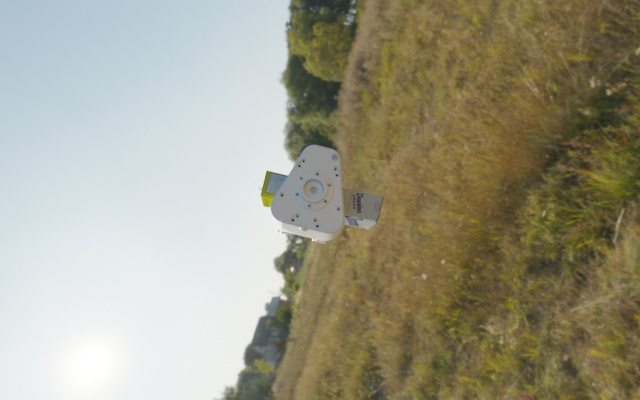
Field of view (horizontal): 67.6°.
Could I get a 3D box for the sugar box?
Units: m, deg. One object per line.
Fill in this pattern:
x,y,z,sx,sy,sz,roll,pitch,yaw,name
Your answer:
0.000,0.003,0.732,0.176,0.048,0.093,15,-11,0,sugar box
